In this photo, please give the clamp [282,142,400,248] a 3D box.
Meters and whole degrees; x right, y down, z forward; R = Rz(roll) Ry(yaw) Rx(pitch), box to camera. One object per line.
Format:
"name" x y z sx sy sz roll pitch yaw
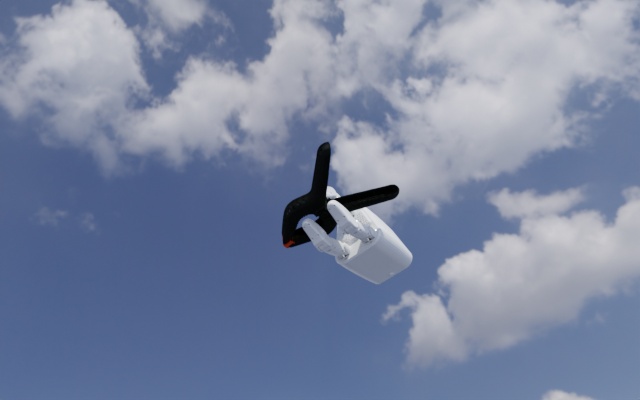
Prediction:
"clamp" 0.000 0.002 0.769 0.210 0.036 0.165 -37 -52 23
